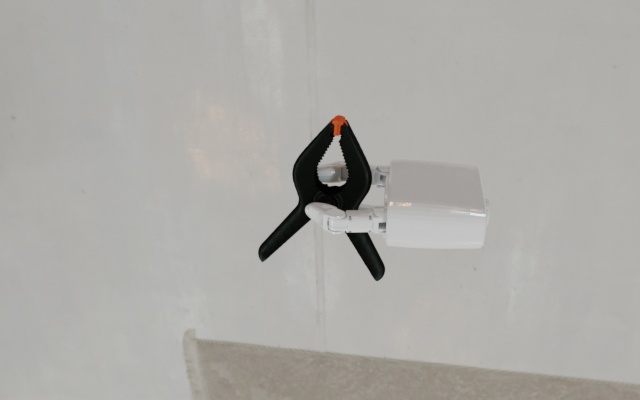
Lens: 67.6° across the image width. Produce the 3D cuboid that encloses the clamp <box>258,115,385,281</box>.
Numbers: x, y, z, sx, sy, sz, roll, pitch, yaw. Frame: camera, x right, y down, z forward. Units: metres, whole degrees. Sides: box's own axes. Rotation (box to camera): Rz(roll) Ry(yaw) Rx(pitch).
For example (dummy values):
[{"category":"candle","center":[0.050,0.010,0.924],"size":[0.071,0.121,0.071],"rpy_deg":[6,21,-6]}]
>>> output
[{"category":"clamp","center":[0.000,0.002,0.582],"size":[0.164,0.210,0.036],"rpy_deg":[2,23,6]}]
